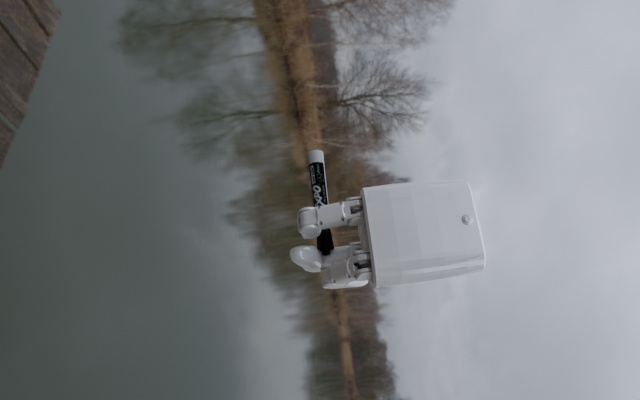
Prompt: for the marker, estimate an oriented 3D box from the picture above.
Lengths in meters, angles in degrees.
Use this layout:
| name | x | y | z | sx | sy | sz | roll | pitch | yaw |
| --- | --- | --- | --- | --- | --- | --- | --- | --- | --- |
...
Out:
| name | x | y | z | sx | sy | sz | roll | pitch | yaw |
| --- | --- | --- | --- | --- | --- | --- | --- | --- | --- |
| marker | 0.000 | 0.002 | 0.535 | 0.020 | 0.121 | 0.020 | -6 | -18 | -2 |
